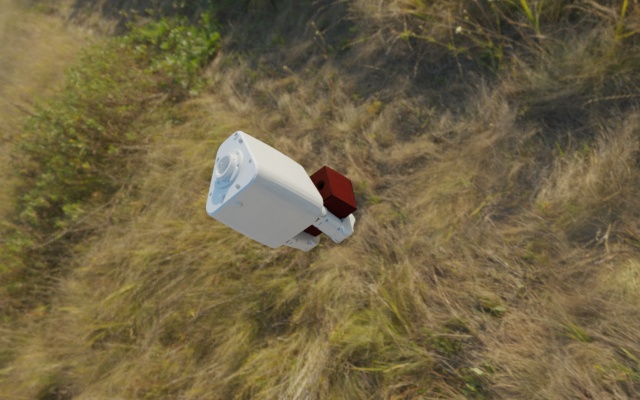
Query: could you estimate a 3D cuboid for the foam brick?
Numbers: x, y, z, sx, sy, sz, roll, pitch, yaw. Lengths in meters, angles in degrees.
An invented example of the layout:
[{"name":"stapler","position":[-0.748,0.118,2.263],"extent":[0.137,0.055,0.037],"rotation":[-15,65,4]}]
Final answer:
[{"name":"foam brick","position":[0.000,0.002,0.630],"extent":[0.078,0.053,0.051],"rotation":[-36,-45,26]}]
